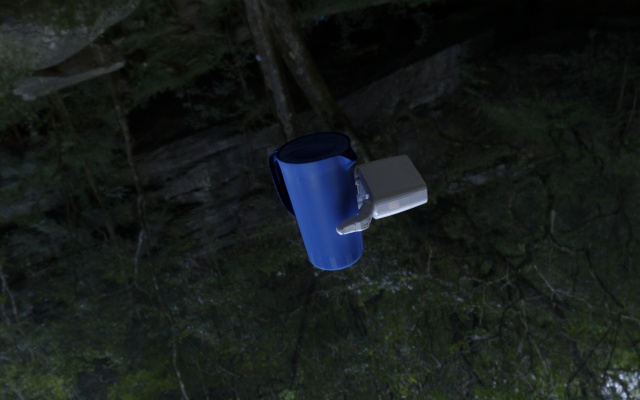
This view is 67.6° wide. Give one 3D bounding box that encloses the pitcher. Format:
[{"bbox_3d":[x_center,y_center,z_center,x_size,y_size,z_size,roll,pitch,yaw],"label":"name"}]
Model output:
[{"bbox_3d":[0.000,0.003,0.889,0.145,0.243,0.149,-16,28,-7],"label":"pitcher"}]
